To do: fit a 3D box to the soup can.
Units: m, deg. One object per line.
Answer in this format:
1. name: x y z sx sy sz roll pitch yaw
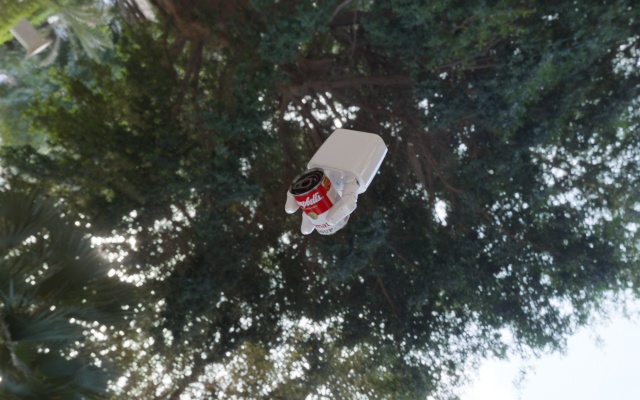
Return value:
1. soup can: 0.000 0.003 0.824 0.068 0.102 0.068 -23 34 17
